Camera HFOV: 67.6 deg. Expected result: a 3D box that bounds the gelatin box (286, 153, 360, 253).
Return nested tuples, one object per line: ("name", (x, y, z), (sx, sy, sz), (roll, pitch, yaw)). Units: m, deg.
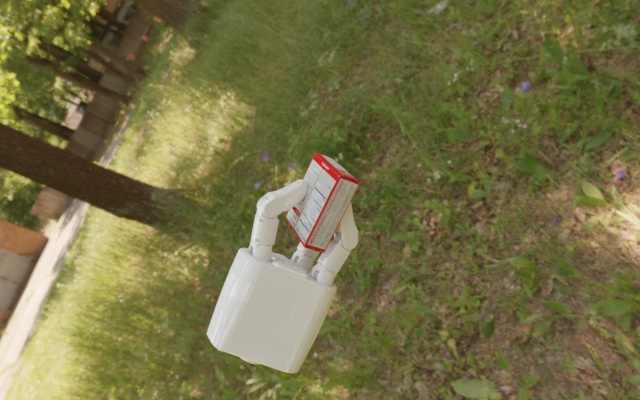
("gelatin box", (0.000, 0.001, 0.528), (0.030, 0.089, 0.073), (18, 16, -28))
